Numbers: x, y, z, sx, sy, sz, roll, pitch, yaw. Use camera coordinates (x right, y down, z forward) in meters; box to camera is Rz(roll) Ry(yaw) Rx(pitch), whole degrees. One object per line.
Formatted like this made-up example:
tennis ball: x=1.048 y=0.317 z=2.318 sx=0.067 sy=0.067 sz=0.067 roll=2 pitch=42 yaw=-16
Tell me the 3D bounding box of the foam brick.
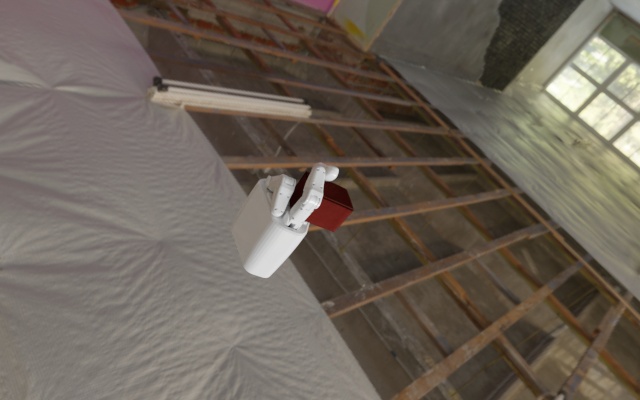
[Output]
foam brick: x=0.000 y=0.002 z=0.713 sx=0.078 sy=0.051 sz=0.053 roll=23 pitch=30 yaw=-25
